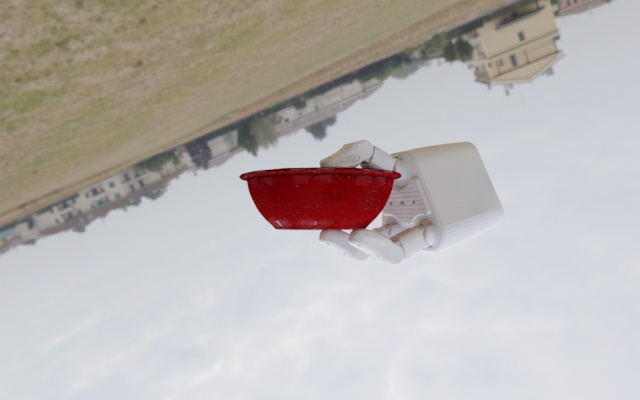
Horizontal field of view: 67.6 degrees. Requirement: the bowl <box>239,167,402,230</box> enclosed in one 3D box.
[{"bbox_3d":[-0.001,0.002,0.479,0.162,0.055,0.162,0,-2,0],"label":"bowl"}]
